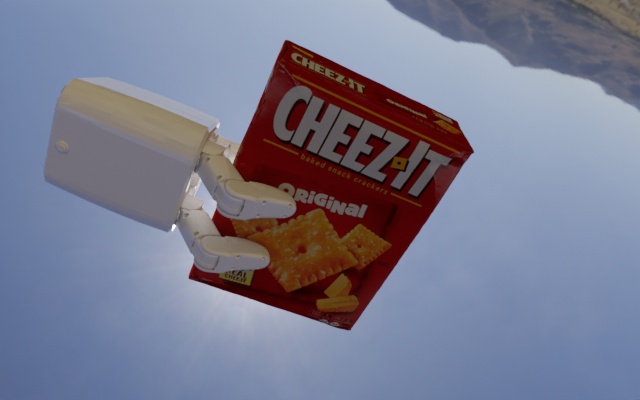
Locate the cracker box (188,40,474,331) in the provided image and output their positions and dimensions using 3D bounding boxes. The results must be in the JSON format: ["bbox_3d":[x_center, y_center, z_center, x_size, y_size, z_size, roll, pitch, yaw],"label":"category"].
[{"bbox_3d":[0.000,0.001,0.413,0.164,0.214,0.072,22,29,-12],"label":"cracker box"}]
